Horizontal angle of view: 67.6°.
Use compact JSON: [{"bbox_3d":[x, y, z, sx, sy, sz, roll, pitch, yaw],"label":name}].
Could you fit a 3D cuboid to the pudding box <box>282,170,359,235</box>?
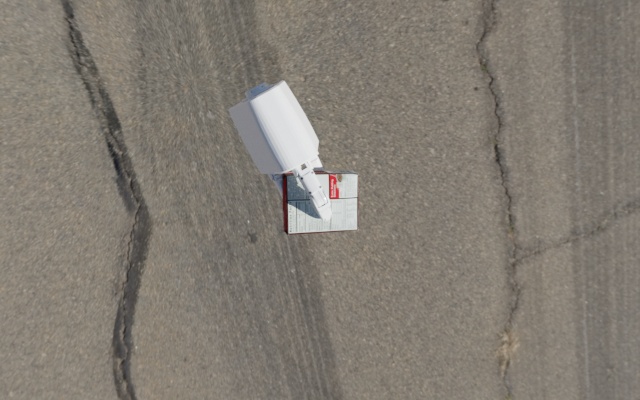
[{"bbox_3d":[0.000,0.002,0.707,0.113,0.090,0.039,-2,9,-12],"label":"pudding box"}]
